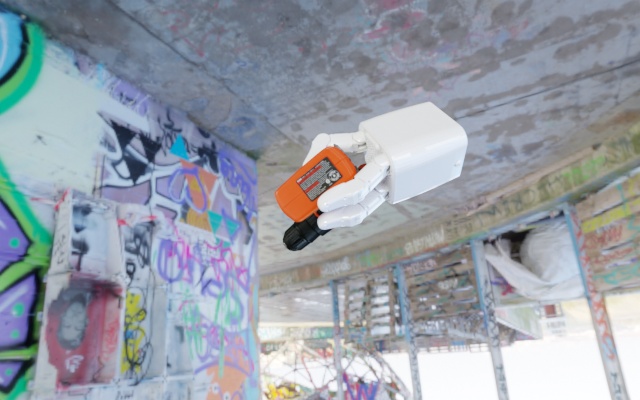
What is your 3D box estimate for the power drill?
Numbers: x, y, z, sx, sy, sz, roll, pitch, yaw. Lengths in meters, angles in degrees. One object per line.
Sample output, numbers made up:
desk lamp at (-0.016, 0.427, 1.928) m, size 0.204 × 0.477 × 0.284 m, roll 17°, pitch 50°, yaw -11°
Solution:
power drill at (0.000, 0.002, 0.674) m, size 0.184 × 0.057 × 0.188 m, roll -42°, pitch -14°, yaw 4°
